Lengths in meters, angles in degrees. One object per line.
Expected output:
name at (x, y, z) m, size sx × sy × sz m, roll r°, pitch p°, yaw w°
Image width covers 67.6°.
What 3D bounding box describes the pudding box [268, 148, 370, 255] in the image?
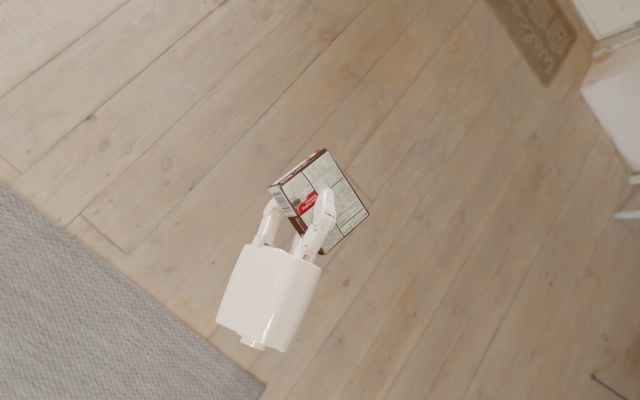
pudding box at (0.000, 0.002, 0.629) m, size 0.090 × 0.113 × 0.039 m, roll -40°, pitch 16°, yaw -25°
